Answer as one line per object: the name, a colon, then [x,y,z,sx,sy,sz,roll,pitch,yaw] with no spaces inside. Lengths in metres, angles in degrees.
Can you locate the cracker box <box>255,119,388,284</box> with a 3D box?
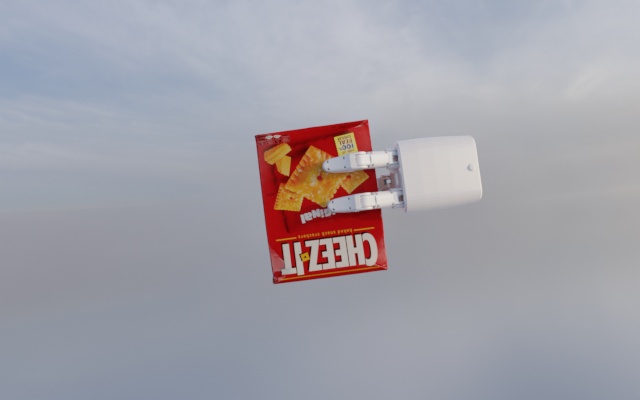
cracker box: [0.000,0.002,0.685,0.164,0.213,0.072,-7,-3,-1]
